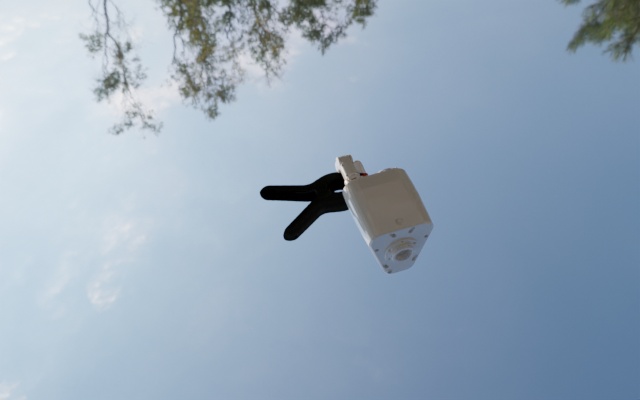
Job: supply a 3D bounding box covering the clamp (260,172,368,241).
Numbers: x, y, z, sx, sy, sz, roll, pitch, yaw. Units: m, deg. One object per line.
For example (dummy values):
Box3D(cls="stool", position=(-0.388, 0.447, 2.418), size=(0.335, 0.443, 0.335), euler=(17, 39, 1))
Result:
Box3D(cls="clamp", position=(0.000, 0.003, 0.729), size=(0.171, 0.120, 0.039), euler=(-15, -42, -7))
